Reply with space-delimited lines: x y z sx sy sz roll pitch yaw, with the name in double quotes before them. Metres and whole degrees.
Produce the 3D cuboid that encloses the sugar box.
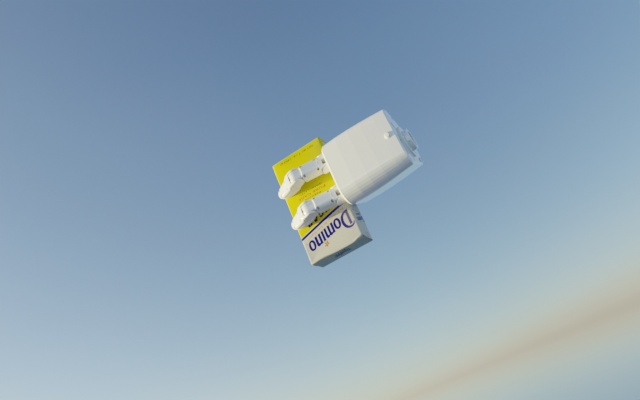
"sugar box" 0.000 0.002 0.727 0.093 0.176 0.048 -32 -26 18
